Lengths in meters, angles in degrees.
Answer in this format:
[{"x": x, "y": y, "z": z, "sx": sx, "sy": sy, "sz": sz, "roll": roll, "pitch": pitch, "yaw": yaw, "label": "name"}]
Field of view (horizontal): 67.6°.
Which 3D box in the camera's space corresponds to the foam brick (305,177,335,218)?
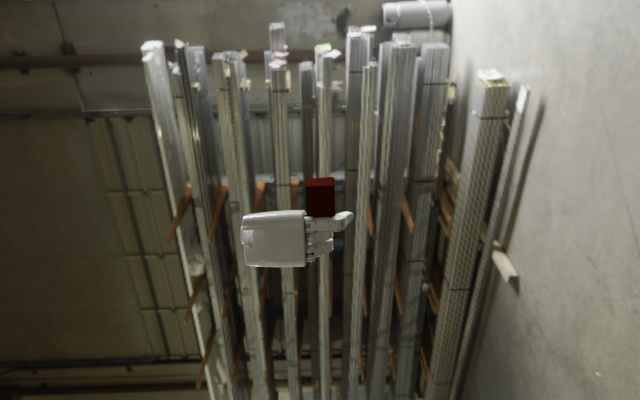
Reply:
[{"x": 0.000, "y": 0.002, "z": 0.847, "sx": 0.051, "sy": 0.078, "sz": 0.053, "roll": -2, "pitch": 18, "yaw": 1, "label": "foam brick"}]
